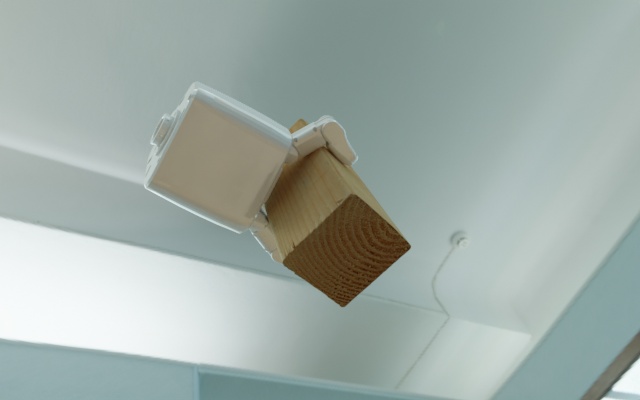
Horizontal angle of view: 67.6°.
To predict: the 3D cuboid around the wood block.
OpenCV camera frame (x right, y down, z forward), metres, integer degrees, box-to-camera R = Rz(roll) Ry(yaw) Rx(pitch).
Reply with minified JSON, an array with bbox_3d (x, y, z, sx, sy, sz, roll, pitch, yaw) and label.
[{"bbox_3d":[0.000,0.001,0.512,0.090,0.091,0.206,41,11,-30],"label":"wood block"}]
